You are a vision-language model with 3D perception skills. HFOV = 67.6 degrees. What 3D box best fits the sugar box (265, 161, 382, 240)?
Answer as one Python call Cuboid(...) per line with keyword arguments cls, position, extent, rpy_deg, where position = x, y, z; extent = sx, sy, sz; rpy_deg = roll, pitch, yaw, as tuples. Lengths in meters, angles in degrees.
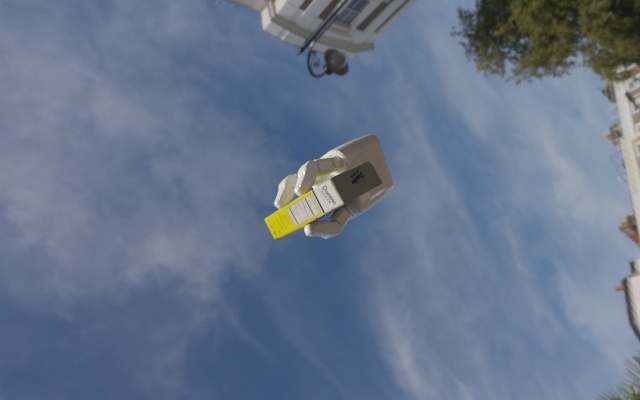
Cuboid(cls="sugar box", position=(0.000, 0.002, 0.719), extent=(0.093, 0.048, 0.176), rpy_deg=(-27, -4, -43))
